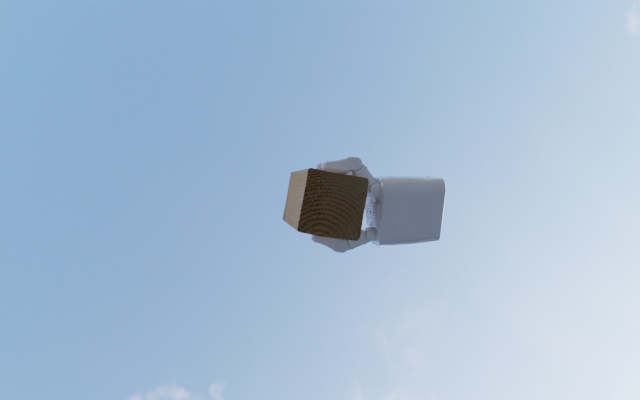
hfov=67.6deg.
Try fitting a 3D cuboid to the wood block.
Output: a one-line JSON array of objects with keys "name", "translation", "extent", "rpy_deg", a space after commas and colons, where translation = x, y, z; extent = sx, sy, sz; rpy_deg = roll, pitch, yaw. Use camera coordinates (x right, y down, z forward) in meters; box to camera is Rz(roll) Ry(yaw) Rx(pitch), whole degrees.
[{"name": "wood block", "translation": [0.000, 0.003, 0.751], "extent": [0.090, 0.091, 0.206], "rpy_deg": [9, 0, -10]}]
